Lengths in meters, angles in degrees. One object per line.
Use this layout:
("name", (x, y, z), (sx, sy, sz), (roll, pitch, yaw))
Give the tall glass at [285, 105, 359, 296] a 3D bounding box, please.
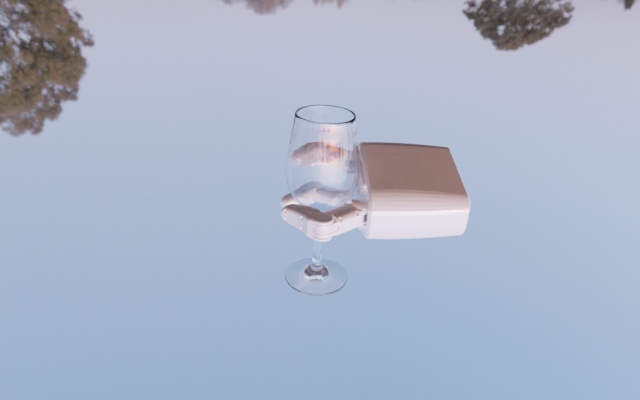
("tall glass", (0.000, 0.002, 0.521), (0.079, 0.201, 0.079), (2, 28, -1))
